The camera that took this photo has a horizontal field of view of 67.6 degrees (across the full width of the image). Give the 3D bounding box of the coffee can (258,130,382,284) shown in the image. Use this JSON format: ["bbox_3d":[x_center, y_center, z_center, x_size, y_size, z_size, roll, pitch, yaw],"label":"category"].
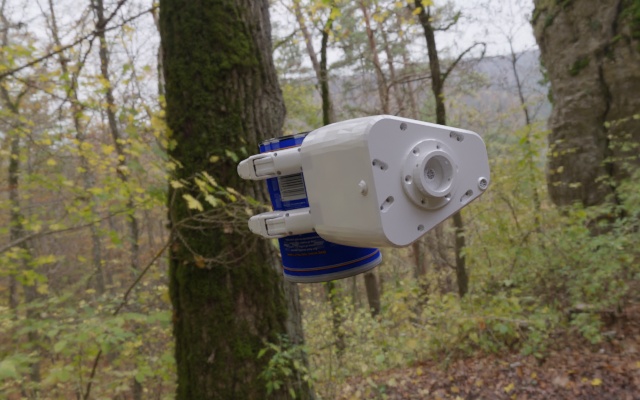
[{"bbox_3d":[0.000,0.002,0.487,0.103,0.140,0.103,-11,5,1],"label":"coffee can"}]
